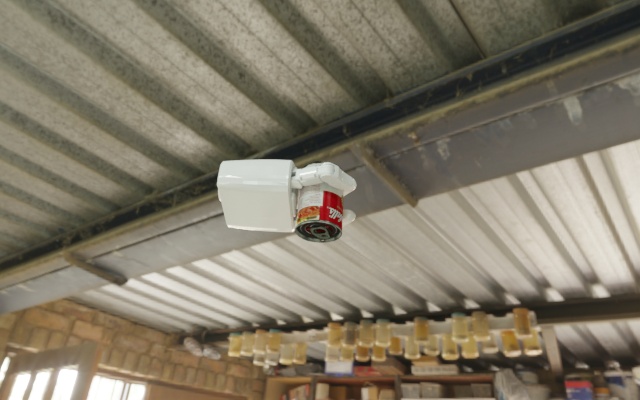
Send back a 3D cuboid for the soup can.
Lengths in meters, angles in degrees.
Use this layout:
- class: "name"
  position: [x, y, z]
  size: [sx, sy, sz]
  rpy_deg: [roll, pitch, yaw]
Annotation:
- class: "soup can"
  position: [0.001, 0.002, 0.703]
  size: [0.068, 0.102, 0.068]
  rpy_deg: [3, -30, 2]
